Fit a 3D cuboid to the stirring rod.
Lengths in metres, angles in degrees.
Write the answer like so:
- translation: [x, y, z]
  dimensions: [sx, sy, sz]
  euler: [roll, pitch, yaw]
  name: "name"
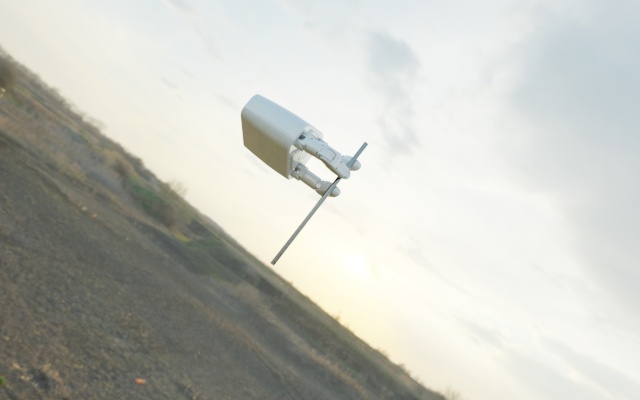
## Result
- translation: [0.000, 0.002, 0.734]
  dimensions: [0.011, 0.239, 0.011]
  euler: [36, -11, 8]
  name: "stirring rod"
